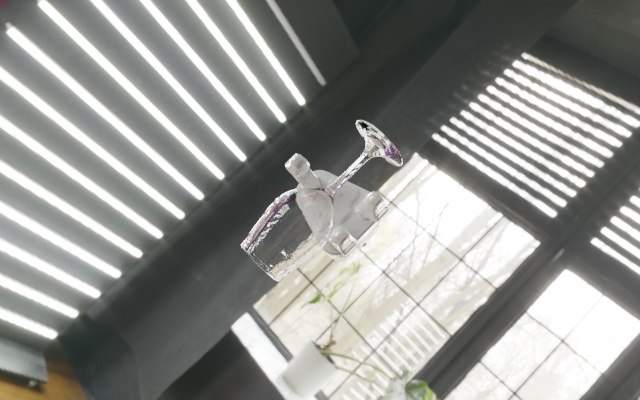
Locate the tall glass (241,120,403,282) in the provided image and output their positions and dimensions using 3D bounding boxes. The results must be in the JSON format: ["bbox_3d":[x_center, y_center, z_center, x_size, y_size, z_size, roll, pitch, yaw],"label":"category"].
[{"bbox_3d":[0.001,0.001,0.558,0.079,0.201,0.079,45,-5,5],"label":"tall glass"}]
